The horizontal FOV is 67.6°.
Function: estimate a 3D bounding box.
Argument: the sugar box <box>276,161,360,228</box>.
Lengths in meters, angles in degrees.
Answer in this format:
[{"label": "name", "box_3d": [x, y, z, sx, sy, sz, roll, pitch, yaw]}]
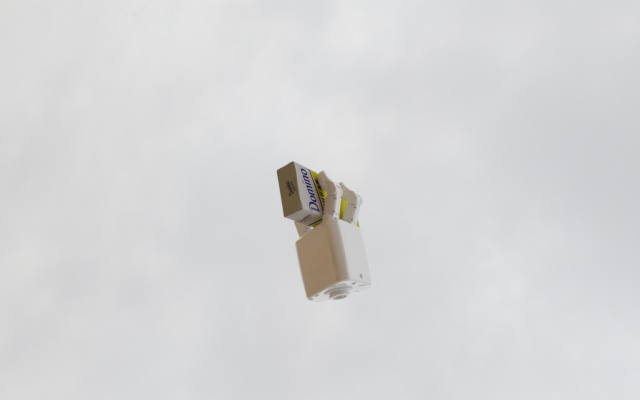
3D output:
[{"label": "sugar box", "box_3d": [0.001, 0.003, 0.843, 0.048, 0.093, 0.176, -26, -29, 27]}]
